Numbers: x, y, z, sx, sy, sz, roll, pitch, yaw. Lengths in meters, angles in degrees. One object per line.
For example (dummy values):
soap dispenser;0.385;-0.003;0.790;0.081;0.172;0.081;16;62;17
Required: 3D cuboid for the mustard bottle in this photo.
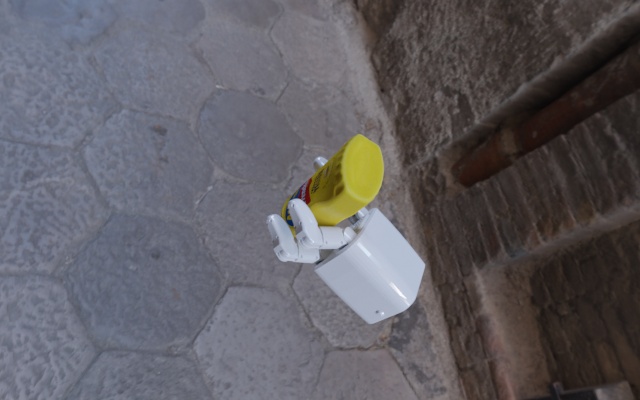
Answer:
mustard bottle;0.000;0.002;0.606;0.058;0.096;0.192;28;-39;-19
